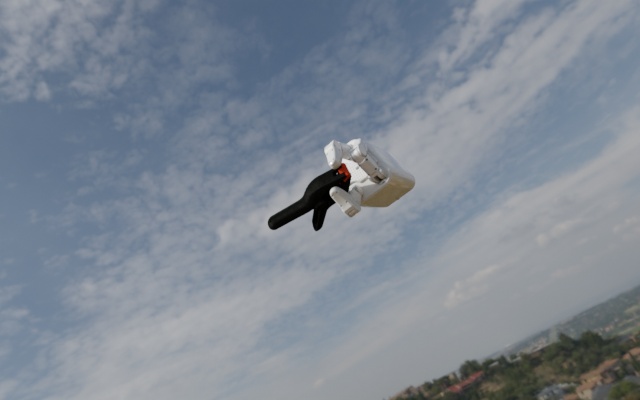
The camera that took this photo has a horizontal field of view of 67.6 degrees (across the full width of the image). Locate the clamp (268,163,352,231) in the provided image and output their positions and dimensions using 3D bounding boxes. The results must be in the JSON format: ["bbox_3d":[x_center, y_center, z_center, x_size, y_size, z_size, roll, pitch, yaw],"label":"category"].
[{"bbox_3d":[0.000,0.002,0.831,0.171,0.039,0.120,-39,-25,27],"label":"clamp"}]
